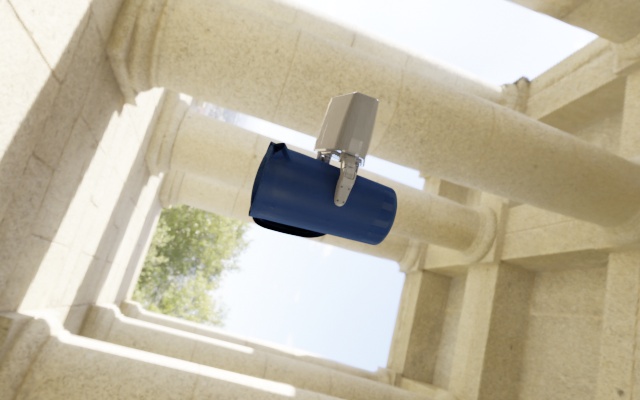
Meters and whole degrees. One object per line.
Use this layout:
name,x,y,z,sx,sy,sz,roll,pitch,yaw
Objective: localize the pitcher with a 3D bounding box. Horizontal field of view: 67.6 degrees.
pitcher,0.000,0.003,0.836,0.243,0.145,0.149,17,-5,-11
